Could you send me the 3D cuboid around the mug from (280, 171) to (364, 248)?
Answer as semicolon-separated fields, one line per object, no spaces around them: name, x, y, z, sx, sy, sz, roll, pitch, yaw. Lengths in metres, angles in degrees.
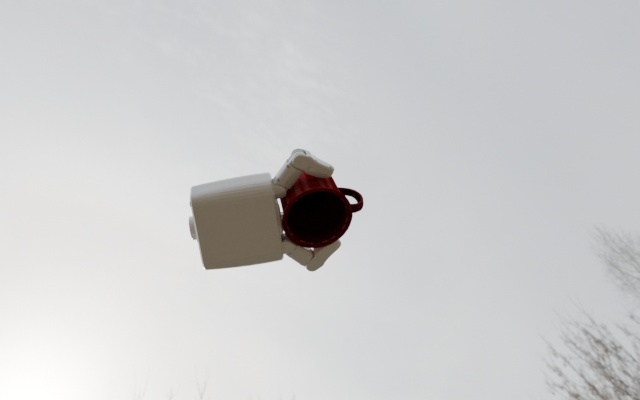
mug;0.001;0.002;0.650;0.117;0.093;0.081;-8;32;-9
